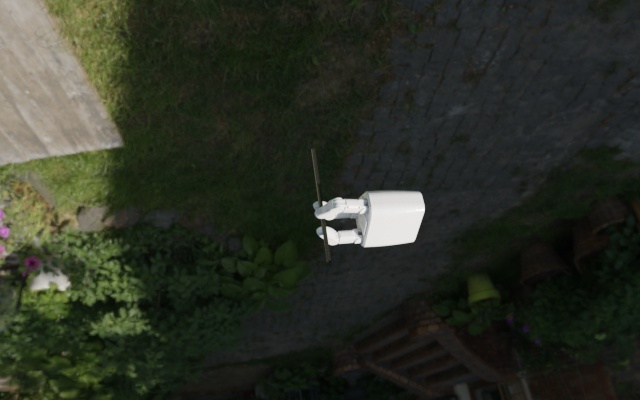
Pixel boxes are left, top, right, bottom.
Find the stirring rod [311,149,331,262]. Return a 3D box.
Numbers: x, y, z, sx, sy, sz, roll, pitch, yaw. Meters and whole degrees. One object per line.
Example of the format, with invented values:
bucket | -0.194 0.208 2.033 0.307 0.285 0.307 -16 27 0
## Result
stirring rod | 0.000 0.003 0.898 0.011 0.239 0.011 -6 -29 -3
